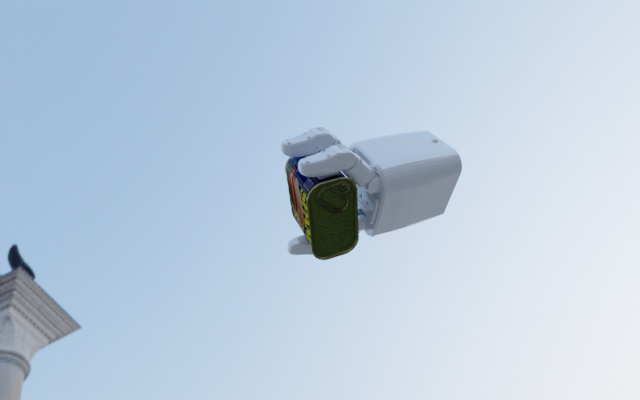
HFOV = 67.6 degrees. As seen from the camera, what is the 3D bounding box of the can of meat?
[{"bbox_3d":[0.000,0.002,0.548,0.057,0.102,0.084,-16,35,-15],"label":"can of meat"}]
